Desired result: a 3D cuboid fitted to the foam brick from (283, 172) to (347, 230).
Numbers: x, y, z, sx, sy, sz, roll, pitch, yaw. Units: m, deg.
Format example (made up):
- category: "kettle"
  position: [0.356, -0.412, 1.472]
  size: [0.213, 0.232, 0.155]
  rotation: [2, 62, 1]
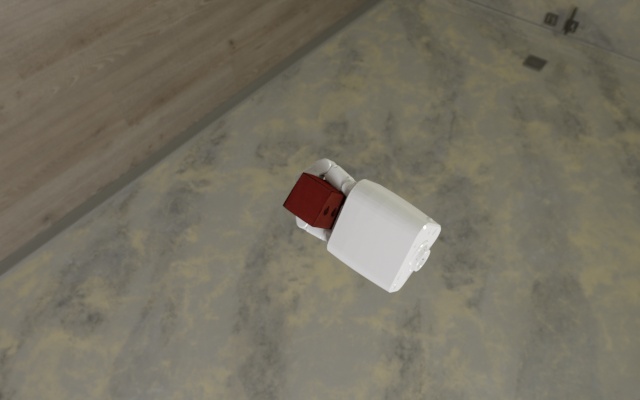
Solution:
- category: "foam brick"
  position: [0.000, 0.002, 0.624]
  size: [0.051, 0.053, 0.078]
  rotation: [35, 10, 25]
